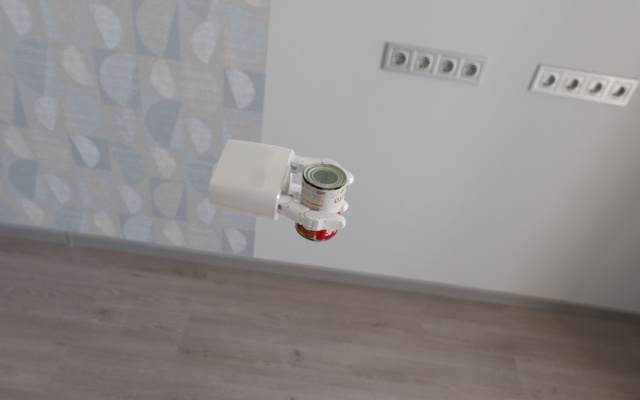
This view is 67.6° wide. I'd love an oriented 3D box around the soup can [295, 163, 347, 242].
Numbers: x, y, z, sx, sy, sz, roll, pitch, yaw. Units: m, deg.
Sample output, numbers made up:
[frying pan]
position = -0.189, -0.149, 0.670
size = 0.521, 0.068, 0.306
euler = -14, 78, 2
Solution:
[soup can]
position = 0.001, 0.002, 0.721
size = 0.068, 0.102, 0.068
euler = 6, 37, -5
